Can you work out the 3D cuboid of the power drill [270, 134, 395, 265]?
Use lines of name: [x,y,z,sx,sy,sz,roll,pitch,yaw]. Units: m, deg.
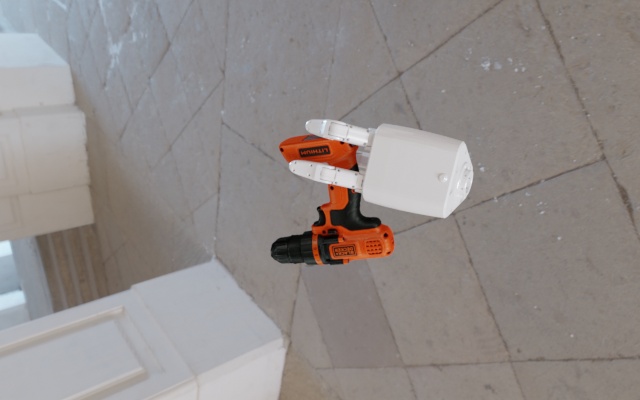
power drill: [0.000,0.002,0.667,0.184,0.188,0.057,-8,19,16]
